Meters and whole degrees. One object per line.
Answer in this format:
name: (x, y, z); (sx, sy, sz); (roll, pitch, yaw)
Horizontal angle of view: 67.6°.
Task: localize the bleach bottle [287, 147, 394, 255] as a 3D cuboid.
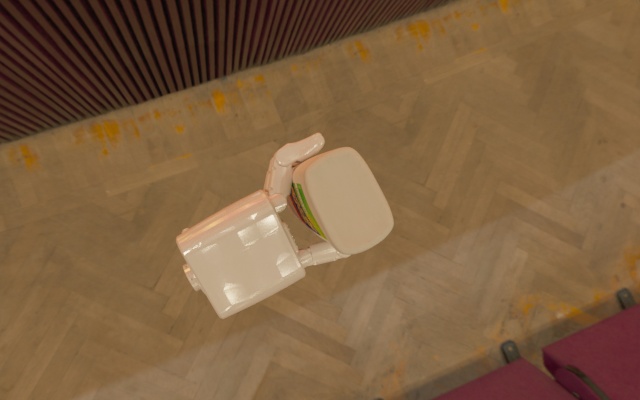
bleach bottle: (0.000, 0.002, 0.564); (0.068, 0.102, 0.251); (-28, 4, -12)
